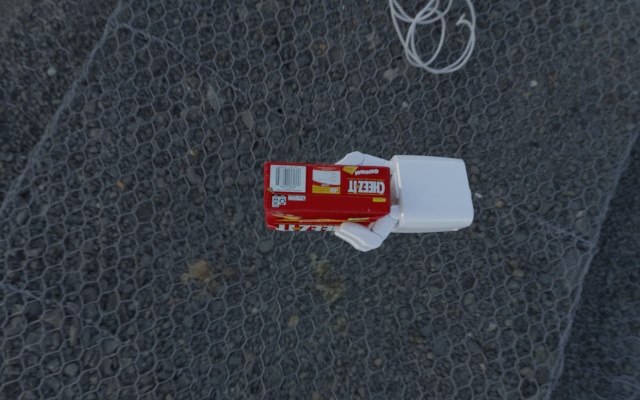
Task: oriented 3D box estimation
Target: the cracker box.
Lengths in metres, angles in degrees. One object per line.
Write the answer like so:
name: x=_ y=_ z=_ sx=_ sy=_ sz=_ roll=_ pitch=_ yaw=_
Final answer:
cracker box: x=0.000 y=0.002 z=0.705 sx=0.164 sy=0.072 sz=0.214 roll=2 pitch=-10 yaw=-5
